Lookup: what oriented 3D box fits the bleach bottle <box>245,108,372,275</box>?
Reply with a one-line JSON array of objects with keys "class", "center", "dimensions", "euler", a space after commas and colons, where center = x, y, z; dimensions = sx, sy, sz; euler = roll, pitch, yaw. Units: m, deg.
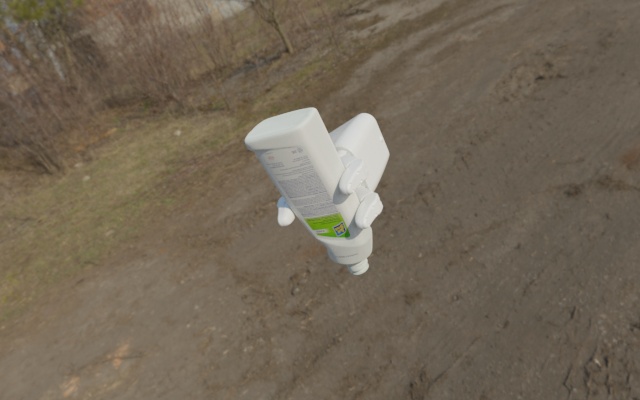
[{"class": "bleach bottle", "center": [0.000, 0.002, 0.654], "dimensions": [0.102, 0.251, 0.068], "euler": [-8, 33, 33]}]
